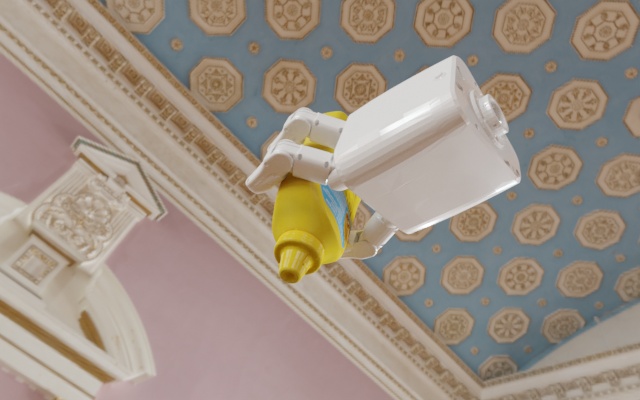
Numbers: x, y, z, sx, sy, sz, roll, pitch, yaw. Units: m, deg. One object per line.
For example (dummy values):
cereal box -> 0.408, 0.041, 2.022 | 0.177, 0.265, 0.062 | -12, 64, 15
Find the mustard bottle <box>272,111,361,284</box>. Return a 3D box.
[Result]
mustard bottle -> 0.000, 0.001, 0.444 | 0.058, 0.096, 0.191 | -5, 36, 21
